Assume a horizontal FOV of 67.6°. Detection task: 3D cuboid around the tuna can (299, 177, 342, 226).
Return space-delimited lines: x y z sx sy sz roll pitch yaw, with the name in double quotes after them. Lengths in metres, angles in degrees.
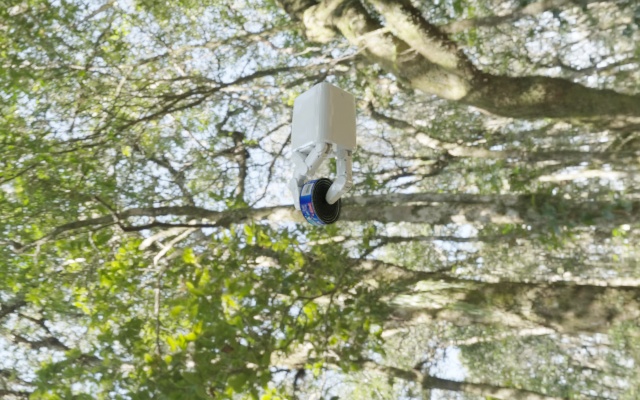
0.000 0.003 0.865 0.034 0.086 0.086 -10 -6 37 "tuna can"
